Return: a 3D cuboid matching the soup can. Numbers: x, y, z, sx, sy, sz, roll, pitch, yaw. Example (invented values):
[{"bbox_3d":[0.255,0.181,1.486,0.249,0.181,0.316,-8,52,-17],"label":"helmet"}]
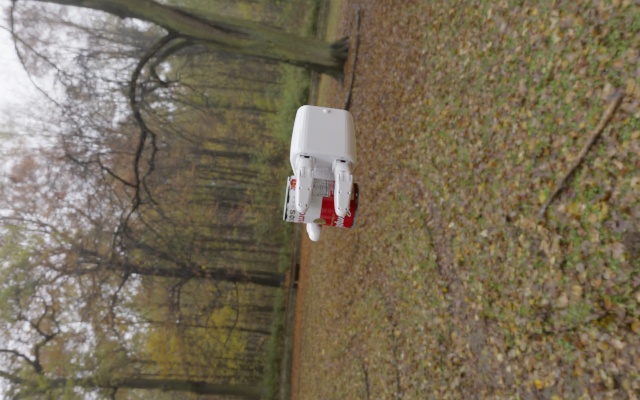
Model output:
[{"bbox_3d":[0.000,0.003,0.700,0.102,0.068,0.068,7,-1,-5],"label":"soup can"}]
